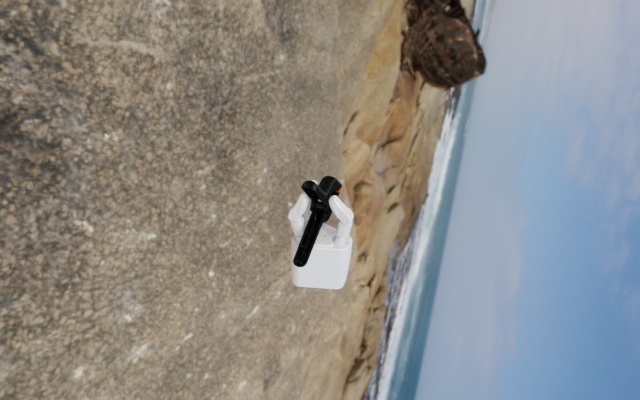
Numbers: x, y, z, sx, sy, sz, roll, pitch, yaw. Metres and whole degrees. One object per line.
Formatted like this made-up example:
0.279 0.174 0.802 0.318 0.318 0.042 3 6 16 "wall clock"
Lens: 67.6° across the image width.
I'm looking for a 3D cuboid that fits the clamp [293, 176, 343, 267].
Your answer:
0.001 0.003 0.885 0.036 0.165 0.210 15 33 13 "clamp"
